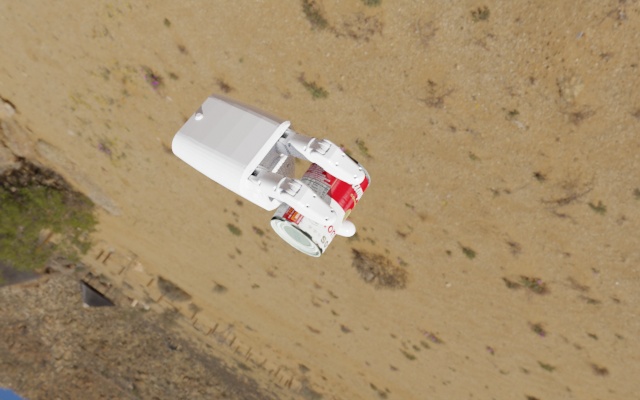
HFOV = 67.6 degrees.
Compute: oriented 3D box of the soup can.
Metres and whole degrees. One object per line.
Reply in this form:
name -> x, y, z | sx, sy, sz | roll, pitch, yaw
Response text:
soup can -> 0.000, 0.002, 0.525 | 0.068, 0.102, 0.068 | 30, -21, 13
